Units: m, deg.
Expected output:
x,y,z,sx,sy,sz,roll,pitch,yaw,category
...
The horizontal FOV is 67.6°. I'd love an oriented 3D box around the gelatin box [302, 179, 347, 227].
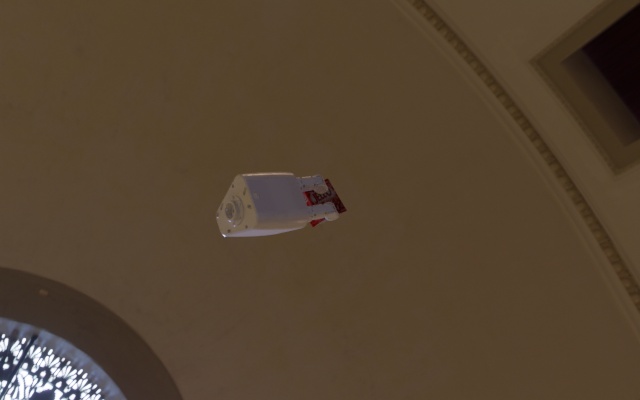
x,y,z,sx,sy,sz,roll,pitch,yaw,category
0.000,0.003,0.885,0.030,0.073,0.089,-36,-10,35,gelatin box
